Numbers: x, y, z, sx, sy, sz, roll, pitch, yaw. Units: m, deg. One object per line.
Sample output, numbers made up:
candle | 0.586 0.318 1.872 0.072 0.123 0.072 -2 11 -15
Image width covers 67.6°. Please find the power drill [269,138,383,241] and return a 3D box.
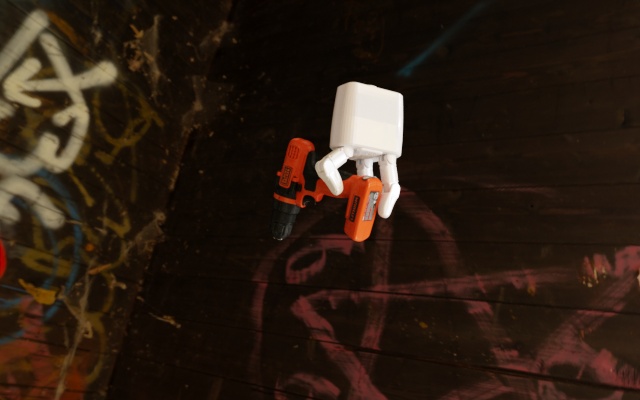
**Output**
power drill | 0.001 0.003 0.807 0.187 0.184 0.057 21 14 29
